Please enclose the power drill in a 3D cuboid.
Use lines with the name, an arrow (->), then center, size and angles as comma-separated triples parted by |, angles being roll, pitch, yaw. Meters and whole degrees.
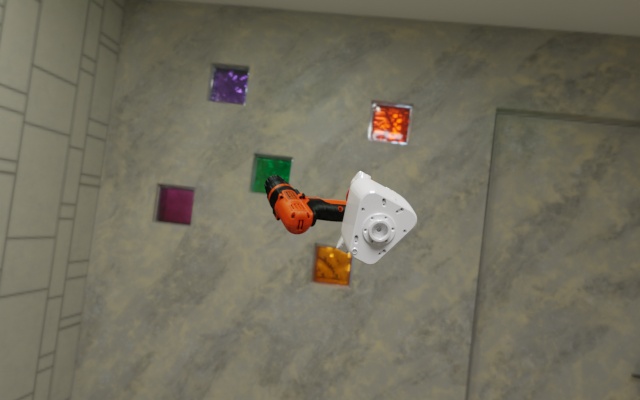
power drill -> 0.001, 0.003, 0.866 | 0.187, 0.057, 0.184 | -1, 27, -21
